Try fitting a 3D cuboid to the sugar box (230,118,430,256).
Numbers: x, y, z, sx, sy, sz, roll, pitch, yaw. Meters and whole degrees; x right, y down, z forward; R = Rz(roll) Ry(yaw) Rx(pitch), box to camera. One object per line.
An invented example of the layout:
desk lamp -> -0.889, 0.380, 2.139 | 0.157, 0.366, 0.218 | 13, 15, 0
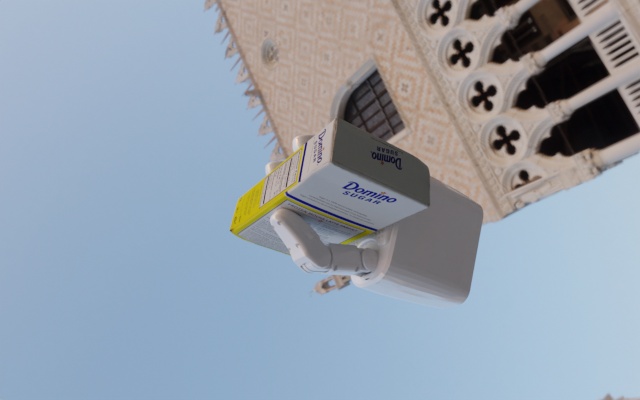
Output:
sugar box -> 0.000, 0.001, 0.412 | 0.093, 0.048, 0.176 | 23, -33, -26
